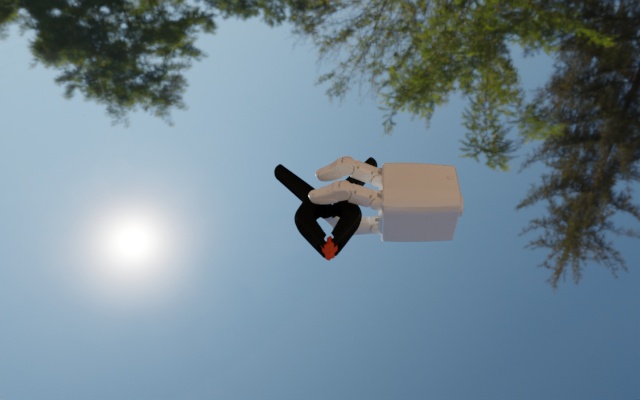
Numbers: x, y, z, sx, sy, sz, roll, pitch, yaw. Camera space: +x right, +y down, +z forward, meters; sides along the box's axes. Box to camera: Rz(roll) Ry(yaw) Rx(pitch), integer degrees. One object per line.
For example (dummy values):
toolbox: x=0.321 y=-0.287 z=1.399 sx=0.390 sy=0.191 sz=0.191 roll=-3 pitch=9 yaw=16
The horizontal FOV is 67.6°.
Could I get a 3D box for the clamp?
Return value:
clamp: x=0.000 y=0.003 z=0.700 sx=0.164 sy=0.036 sz=0.209 roll=-1 pitch=39 yaw=8
